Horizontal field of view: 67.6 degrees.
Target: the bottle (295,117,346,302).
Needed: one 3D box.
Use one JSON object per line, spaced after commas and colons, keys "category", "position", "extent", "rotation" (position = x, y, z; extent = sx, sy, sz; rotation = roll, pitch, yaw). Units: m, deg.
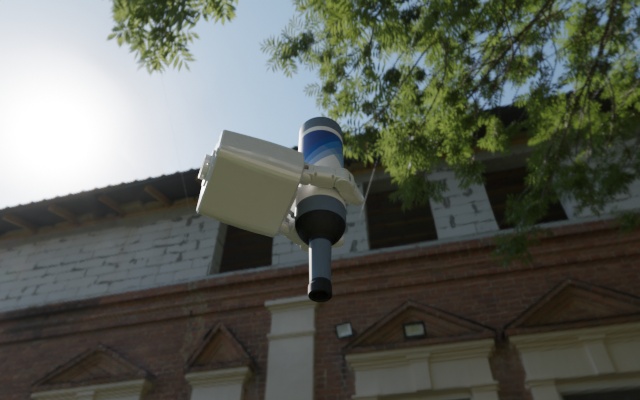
{"category": "bottle", "position": [0.000, 0.002, 0.640], "extent": [0.069, 0.295, 0.069], "rotation": [0, -44, 0]}
